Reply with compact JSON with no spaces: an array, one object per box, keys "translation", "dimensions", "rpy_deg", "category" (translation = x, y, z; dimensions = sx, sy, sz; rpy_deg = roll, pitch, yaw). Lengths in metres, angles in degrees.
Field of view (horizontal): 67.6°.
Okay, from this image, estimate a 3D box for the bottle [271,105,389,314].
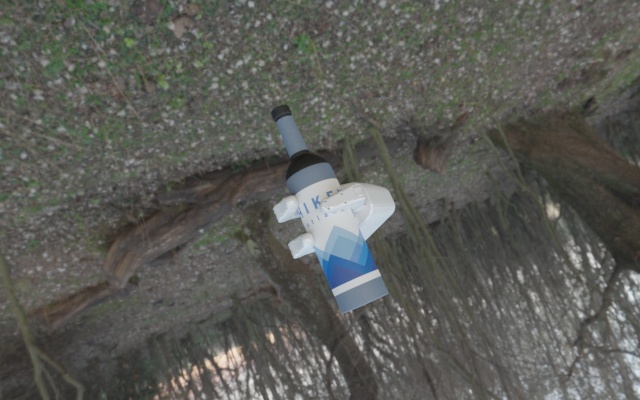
[{"translation":[0.000,0.002,0.649],"dimensions":[0.069,0.295,0.069],"rpy_deg":[-23,-12,-5],"category":"bottle"}]
